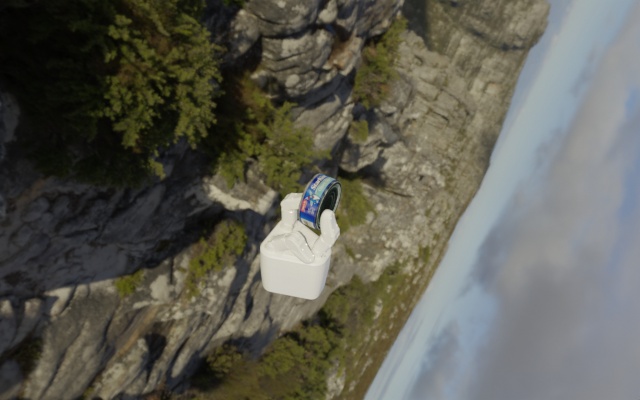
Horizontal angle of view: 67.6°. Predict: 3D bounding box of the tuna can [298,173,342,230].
[{"bbox_3d":[0.001,0.003,0.755,0.033,0.086,0.086,22,8,20],"label":"tuna can"}]
